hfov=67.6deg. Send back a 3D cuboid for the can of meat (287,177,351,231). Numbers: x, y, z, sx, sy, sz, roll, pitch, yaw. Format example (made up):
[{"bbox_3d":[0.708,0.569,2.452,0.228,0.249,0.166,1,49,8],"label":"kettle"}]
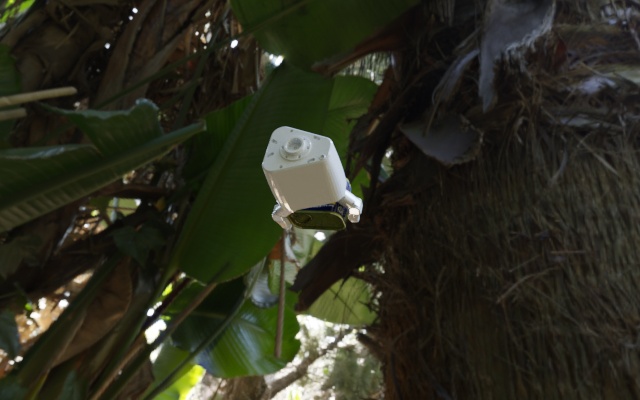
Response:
[{"bbox_3d":[0.000,0.003,0.854,0.102,0.084,0.057,1,-33,19],"label":"can of meat"}]
